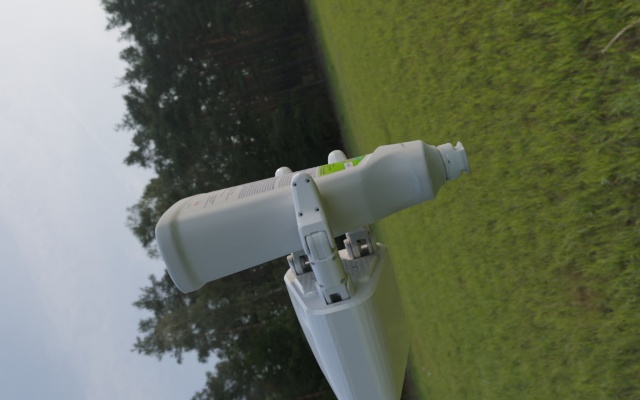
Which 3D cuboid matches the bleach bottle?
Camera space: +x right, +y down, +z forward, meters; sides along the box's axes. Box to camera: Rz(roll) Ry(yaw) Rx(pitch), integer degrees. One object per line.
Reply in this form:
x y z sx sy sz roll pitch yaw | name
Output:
0.000 0.001 0.402 0.251 0.068 0.102 -16 16 5 | bleach bottle
